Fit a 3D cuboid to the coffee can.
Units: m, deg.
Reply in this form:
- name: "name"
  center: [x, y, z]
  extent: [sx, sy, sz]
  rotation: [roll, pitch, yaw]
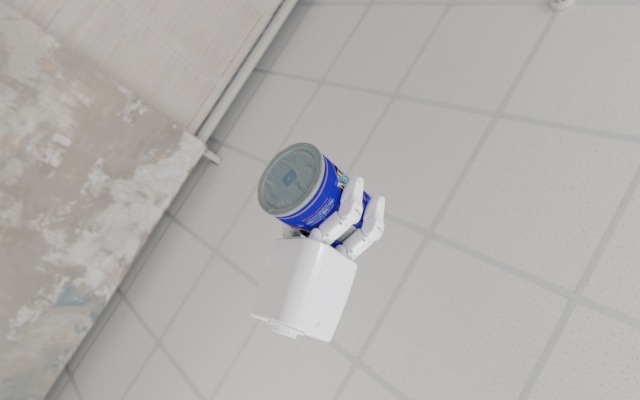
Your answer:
- name: "coffee can"
  center: [0.000, 0.002, 0.640]
  extent: [0.103, 0.102, 0.140]
  rotation: [0, -26, 40]
